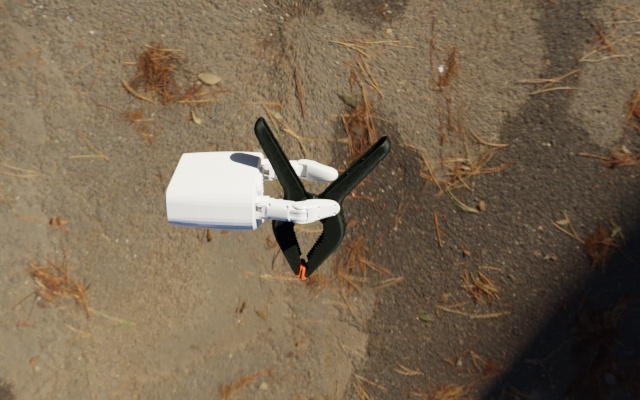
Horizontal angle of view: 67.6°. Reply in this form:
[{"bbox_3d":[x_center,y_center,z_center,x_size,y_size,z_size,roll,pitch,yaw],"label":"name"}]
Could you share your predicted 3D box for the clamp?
[{"bbox_3d":[0.000,0.003,0.601,0.164,0.210,0.036,2,20,1],"label":"clamp"}]
